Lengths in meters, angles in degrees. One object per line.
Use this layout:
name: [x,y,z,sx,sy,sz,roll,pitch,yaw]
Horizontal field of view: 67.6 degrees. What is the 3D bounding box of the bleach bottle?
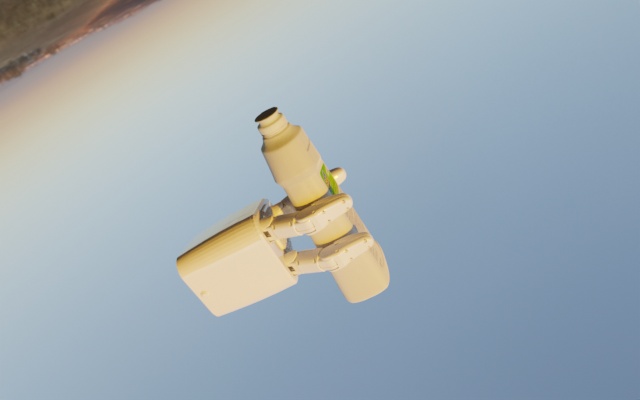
bleach bottle: [0.000,0.002,0.556,0.068,0.251,0.102,-26,29,8]
